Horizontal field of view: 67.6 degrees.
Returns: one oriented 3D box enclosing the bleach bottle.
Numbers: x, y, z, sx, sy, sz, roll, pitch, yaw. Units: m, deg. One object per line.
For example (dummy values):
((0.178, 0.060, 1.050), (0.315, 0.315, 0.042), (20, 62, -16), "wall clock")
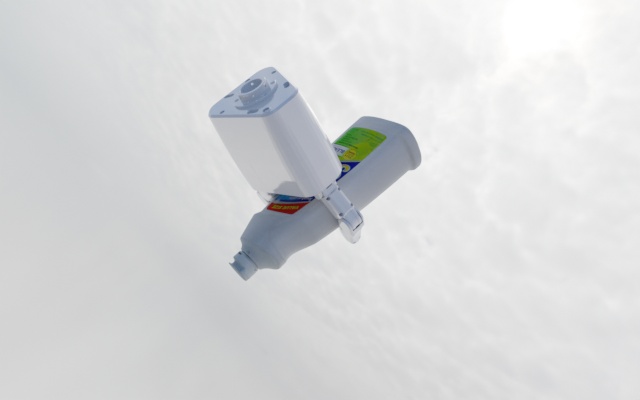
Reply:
((0.000, 0.002, 0.564), (0.250, 0.068, 0.102), (-42, 39, -17), "bleach bottle")
